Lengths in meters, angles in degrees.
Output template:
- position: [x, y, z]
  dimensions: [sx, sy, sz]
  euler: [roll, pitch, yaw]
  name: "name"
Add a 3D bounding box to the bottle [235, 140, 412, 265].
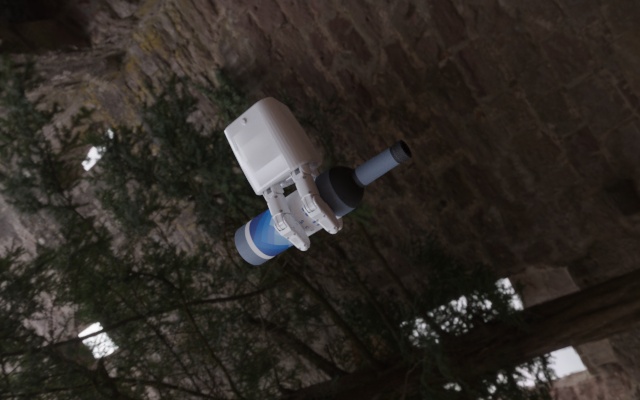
- position: [0.000, 0.002, 0.683]
  dimensions: [0.296, 0.069, 0.069]
  euler: [-32, -16, 28]
  name: "bottle"
